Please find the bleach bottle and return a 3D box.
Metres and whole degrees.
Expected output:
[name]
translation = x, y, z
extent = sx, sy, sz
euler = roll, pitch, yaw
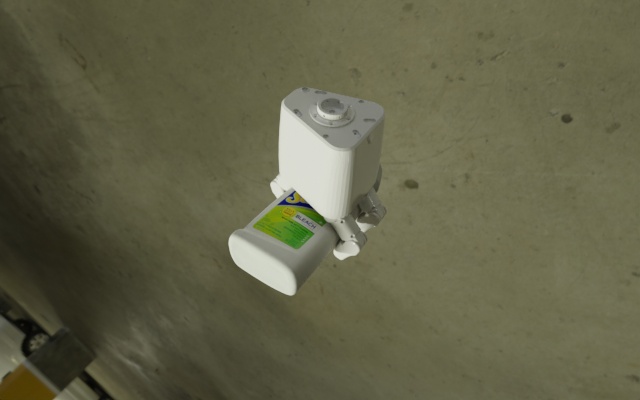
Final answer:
[bleach bottle]
translation = 0.000, 0.002, 0.623
extent = 0.102, 0.068, 0.250
euler = 27, 53, 20
